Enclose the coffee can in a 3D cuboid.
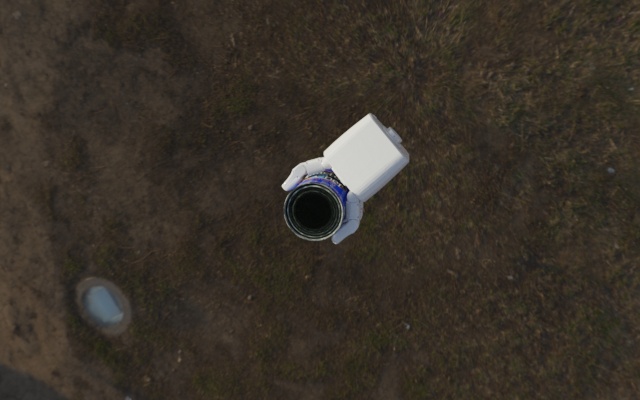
[{"bbox_3d":[0.000,0.003,0.863,0.103,0.103,0.140,0,14,10],"label":"coffee can"}]
